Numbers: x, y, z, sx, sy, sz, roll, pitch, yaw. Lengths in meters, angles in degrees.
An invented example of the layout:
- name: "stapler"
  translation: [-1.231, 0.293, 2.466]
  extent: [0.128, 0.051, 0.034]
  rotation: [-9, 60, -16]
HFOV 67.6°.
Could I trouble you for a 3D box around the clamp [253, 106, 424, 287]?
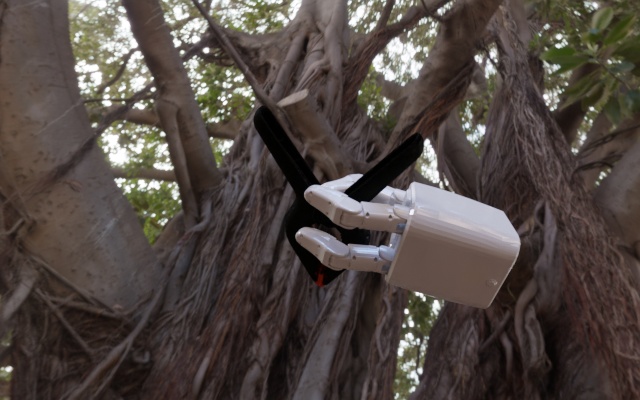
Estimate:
- name: "clamp"
  translation: [0.000, 0.002, 0.502]
  extent: [0.164, 0.210, 0.036]
  rotation: [18, 36, 7]
